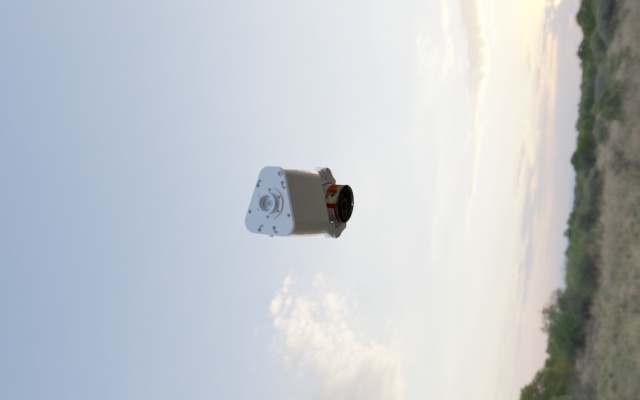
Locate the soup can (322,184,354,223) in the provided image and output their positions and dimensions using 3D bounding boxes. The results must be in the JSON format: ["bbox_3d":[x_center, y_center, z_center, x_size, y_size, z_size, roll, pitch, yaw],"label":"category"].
[{"bbox_3d":[0.000,0.003,0.852,0.102,0.068,0.068,4,2,28],"label":"soup can"}]
